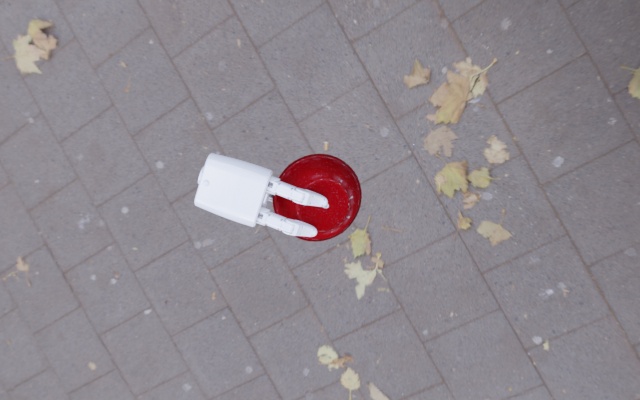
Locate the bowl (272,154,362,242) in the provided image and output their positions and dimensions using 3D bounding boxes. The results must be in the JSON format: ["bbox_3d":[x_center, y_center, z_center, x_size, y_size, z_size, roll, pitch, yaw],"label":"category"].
[{"bbox_3d":[0.002,0.003,0.826,0.162,0.162,0.055,0,14,-12],"label":"bowl"}]
